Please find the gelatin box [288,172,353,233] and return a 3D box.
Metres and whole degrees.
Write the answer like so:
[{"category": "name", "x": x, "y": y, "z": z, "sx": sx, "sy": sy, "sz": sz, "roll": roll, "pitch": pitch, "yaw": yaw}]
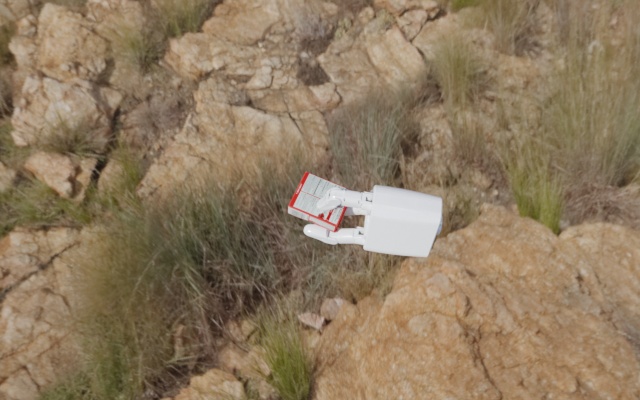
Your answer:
[{"category": "gelatin box", "x": 0.000, "y": 0.002, "z": 0.791, "sx": 0.089, "sy": 0.073, "sz": 0.030, "roll": 23, "pitch": -26, "yaw": 5}]
